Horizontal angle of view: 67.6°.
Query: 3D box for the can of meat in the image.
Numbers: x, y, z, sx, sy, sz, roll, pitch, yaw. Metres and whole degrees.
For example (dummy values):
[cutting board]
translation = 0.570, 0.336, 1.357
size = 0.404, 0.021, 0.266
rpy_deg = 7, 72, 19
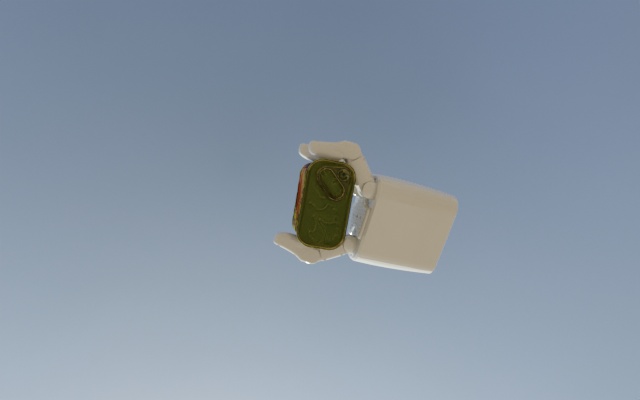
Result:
[can of meat]
translation = 0.000, 0.002, 0.577
size = 0.057, 0.102, 0.084
rpy_deg = 10, 3, -10
